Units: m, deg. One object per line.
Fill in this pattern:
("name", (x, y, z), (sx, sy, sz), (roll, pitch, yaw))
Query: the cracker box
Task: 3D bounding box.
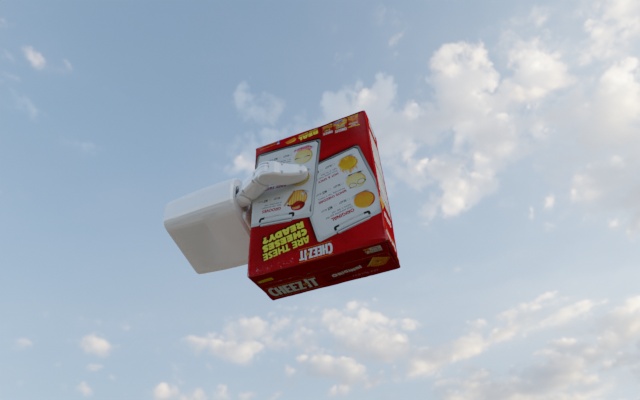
("cracker box", (0.000, 0.002, 0.598), (0.164, 0.213, 0.072), (-17, -42, 15))
